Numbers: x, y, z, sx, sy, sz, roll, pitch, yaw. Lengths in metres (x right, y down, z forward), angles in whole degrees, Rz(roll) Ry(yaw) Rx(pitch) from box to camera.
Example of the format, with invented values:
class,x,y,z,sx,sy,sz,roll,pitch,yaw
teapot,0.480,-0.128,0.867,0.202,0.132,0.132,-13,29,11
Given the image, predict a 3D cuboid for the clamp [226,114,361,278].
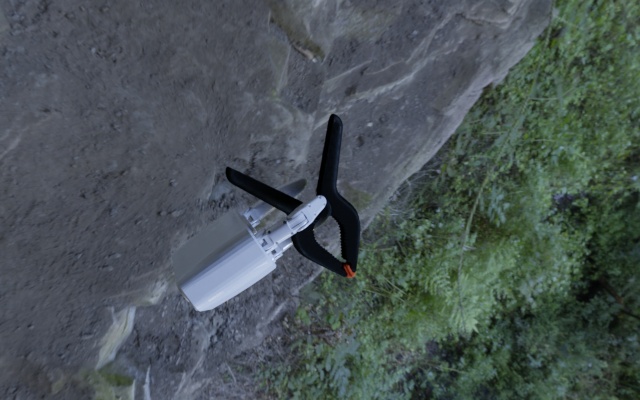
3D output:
class,x,y,z,sx,sy,sz,roll,pitch,yaw
clamp,0.000,0.003,0.625,0.164,0.210,0.036,-35,10,-7
